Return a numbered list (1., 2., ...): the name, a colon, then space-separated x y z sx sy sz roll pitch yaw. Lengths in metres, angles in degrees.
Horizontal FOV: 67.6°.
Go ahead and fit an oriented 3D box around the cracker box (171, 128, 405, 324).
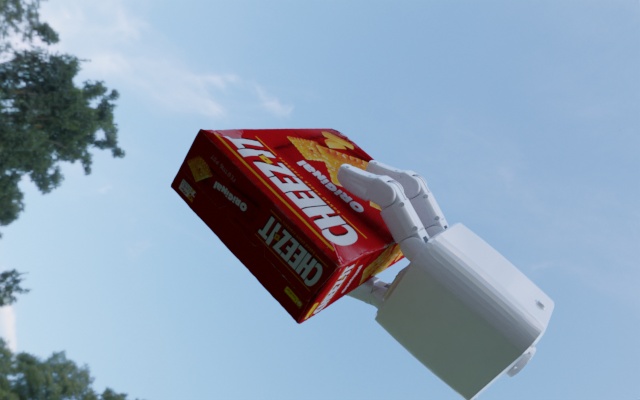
1. cracker box: 0.000 0.002 0.450 0.164 0.072 0.213 42 27 20
